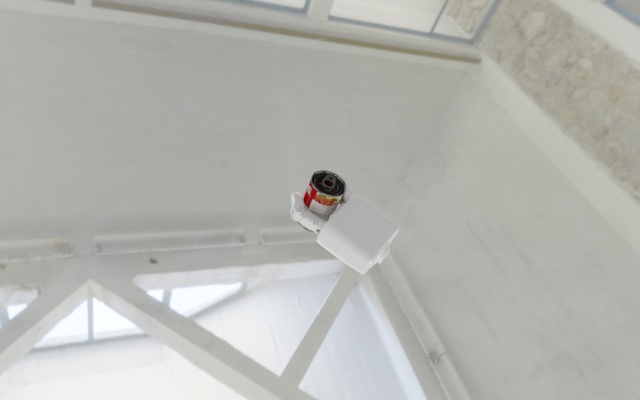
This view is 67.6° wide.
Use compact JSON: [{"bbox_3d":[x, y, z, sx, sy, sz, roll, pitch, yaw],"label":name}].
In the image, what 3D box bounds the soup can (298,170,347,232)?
[{"bbox_3d":[0.000,0.003,0.897,0.068,0.068,0.102,0,-43,-25],"label":"soup can"}]
